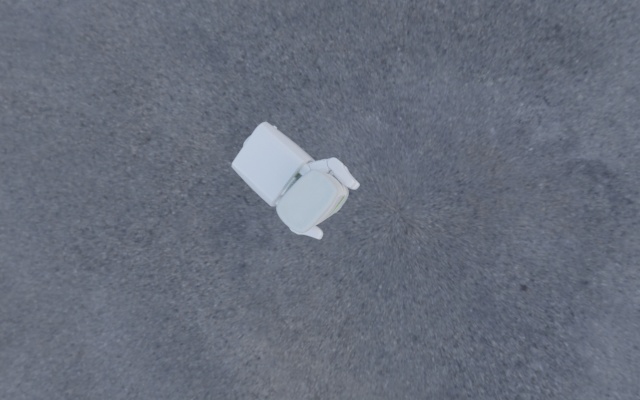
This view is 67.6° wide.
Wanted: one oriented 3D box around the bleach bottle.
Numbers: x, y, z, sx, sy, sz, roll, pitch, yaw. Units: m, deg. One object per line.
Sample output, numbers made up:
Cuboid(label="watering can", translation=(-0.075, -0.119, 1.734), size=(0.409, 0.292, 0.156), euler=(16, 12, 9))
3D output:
Cuboid(label="bleach bottle", translation=(0.000, 0.003, 0.852), size=(0.068, 0.102, 0.251), euler=(43, 5, 8))
